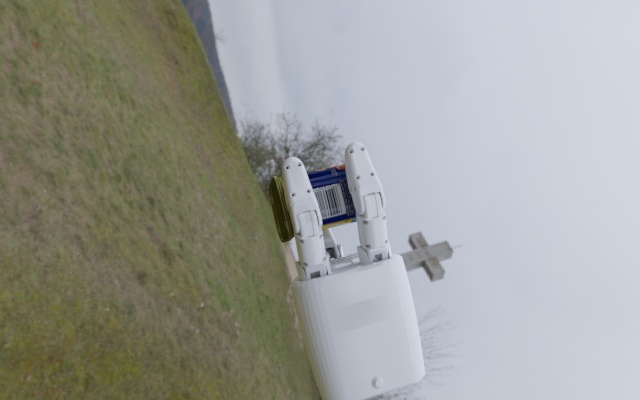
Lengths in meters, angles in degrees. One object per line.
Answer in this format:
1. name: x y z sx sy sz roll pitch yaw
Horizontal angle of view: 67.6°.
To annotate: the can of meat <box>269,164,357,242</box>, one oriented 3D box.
1. can of meat: 0.000 0.001 0.447 0.084 0.057 0.102 -13 -4 -10
